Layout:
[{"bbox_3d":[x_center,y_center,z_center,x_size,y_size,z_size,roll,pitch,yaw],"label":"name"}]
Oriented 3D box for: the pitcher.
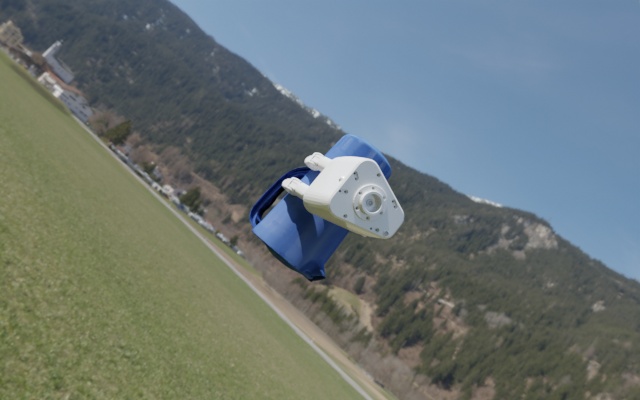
[{"bbox_3d":[0.000,0.003,0.818,0.149,0.243,0.145,42,-9,-14],"label":"pitcher"}]
